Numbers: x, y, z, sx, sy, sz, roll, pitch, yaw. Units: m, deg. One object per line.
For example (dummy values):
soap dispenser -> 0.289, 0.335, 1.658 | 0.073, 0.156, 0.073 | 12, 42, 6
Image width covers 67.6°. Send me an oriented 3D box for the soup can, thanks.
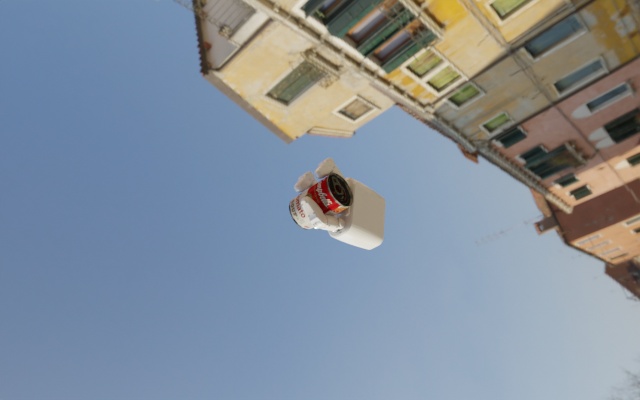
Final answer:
soup can -> 0.000, 0.003, 0.876 | 0.102, 0.068, 0.068 | -32, -19, 33
